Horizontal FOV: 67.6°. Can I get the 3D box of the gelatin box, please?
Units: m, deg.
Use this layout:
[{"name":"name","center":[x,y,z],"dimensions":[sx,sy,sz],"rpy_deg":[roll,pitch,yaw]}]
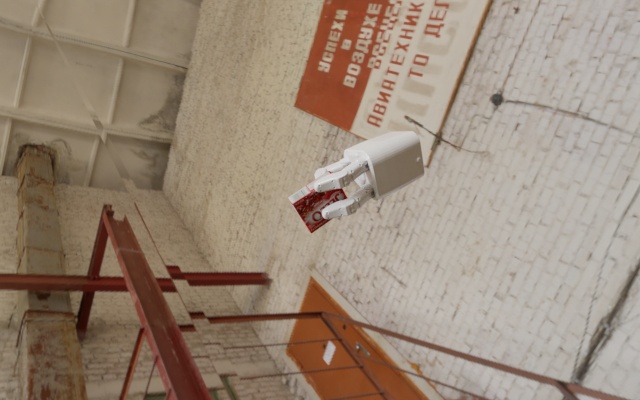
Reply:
[{"name":"gelatin box","center":[0.000,0.003,0.824],"dimensions":[0.089,0.073,0.030],"rpy_deg":[-34,34,-4]}]
